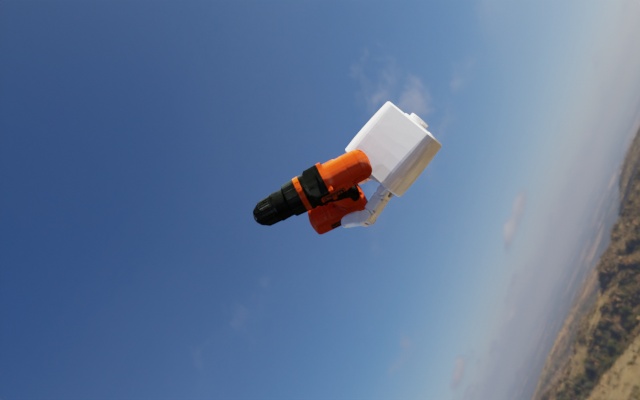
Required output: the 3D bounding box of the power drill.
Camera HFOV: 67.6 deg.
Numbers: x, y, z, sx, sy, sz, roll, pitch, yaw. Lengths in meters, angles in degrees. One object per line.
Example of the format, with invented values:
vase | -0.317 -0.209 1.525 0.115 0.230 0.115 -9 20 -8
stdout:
power drill | 0.000 0.002 0.748 0.184 0.057 0.188 -26 -17 3
